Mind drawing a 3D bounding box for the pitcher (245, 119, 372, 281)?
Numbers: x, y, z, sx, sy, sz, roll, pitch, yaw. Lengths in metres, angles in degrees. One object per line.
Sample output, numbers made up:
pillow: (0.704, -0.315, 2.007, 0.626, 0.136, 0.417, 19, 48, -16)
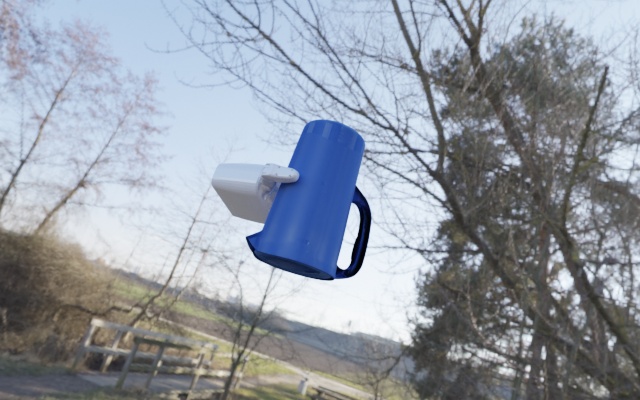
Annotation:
pitcher: (0.000, 0.002, 0.765, 0.145, 0.242, 0.149, 7, -20, 31)
